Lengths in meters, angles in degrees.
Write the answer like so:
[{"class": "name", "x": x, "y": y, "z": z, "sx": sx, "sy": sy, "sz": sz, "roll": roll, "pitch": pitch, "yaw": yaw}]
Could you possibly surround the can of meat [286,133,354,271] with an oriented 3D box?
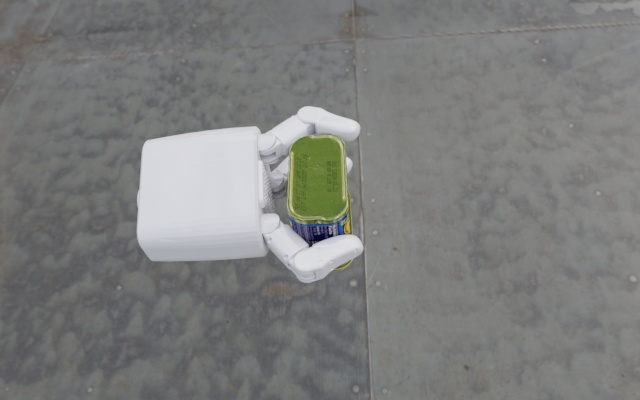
[{"class": "can of meat", "x": 0.000, "y": 0.001, "z": 0.442, "sx": 0.057, "sy": 0.102, "sz": 0.084, "roll": -3, "pitch": -36, "yaw": 3}]
